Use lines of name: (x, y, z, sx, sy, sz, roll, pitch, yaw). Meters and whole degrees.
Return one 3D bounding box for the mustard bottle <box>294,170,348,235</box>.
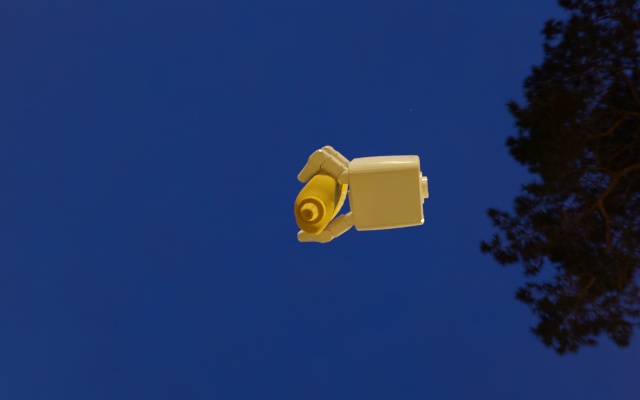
mustard bottle: (0.000, 0.002, 0.747, 0.058, 0.096, 0.191, 21, 14, 6)
